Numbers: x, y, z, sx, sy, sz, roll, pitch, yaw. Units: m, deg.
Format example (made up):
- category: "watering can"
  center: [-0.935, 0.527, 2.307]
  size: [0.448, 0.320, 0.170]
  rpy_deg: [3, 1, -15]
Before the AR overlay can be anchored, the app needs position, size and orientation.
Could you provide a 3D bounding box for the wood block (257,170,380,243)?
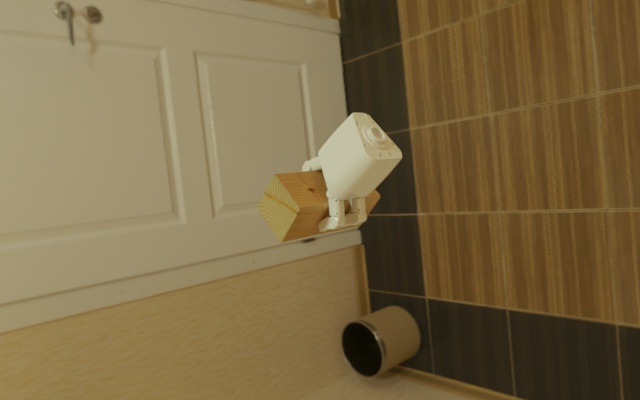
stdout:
- category: "wood block"
  center: [0.000, 0.002, 0.896]
  size: [0.206, 0.090, 0.090]
  rpy_deg: [-8, 50, -42]
